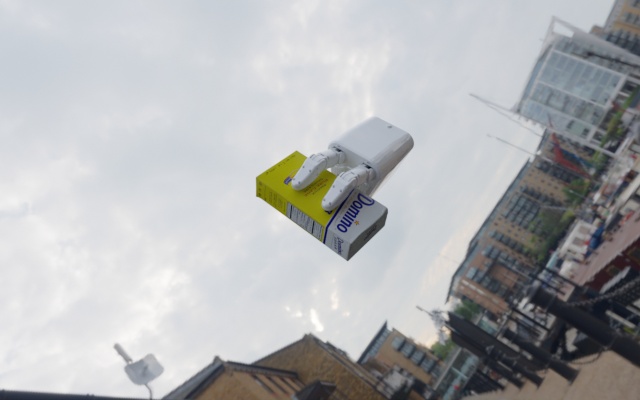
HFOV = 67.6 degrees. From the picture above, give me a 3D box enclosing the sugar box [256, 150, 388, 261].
[{"bbox_3d":[0.000,0.002,0.686,0.176,0.048,0.093,32,50,24],"label":"sugar box"}]
